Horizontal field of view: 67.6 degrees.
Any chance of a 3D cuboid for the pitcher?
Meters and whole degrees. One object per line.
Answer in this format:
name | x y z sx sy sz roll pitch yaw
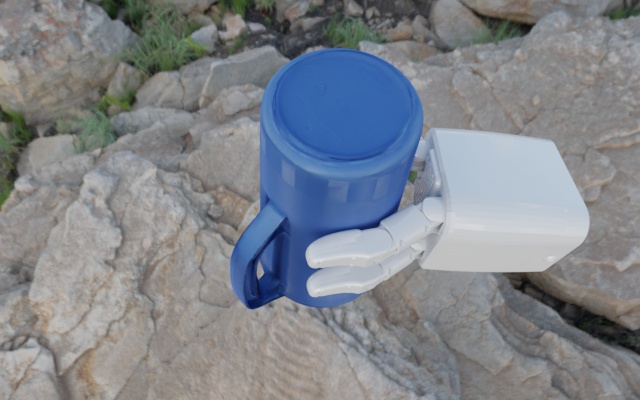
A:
pitcher | 0.000 0.001 0.406 0.145 0.149 0.243 5 -29 -1
